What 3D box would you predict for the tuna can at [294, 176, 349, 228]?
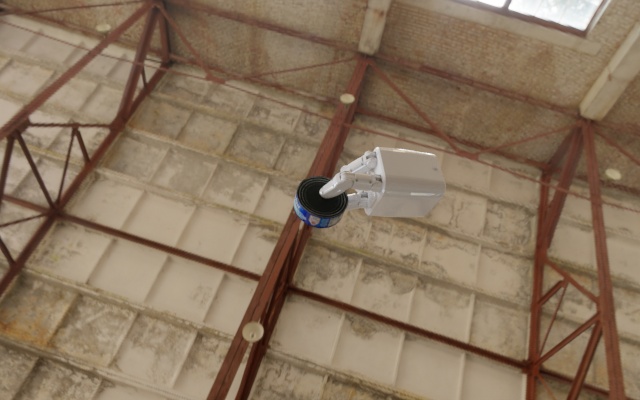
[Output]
[{"bbox_3d":[0.000,0.003,0.777,0.086,0.086,0.034,0,-39,-17],"label":"tuna can"}]
